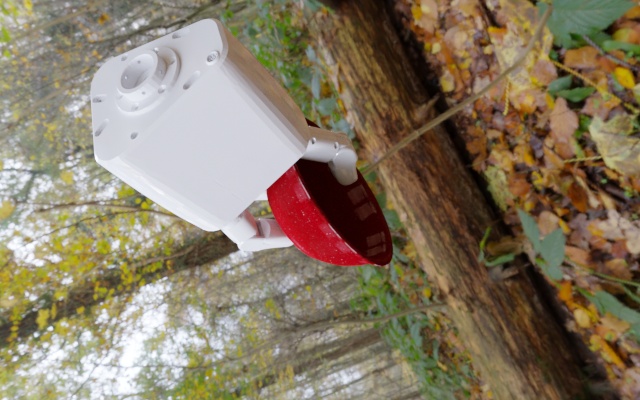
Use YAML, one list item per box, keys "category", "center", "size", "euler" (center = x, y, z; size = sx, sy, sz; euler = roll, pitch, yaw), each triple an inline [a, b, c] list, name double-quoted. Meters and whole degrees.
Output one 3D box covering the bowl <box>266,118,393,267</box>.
- category: "bowl"
  center: [0.001, 0.002, 0.446]
  size: [0.055, 0.162, 0.162]
  euler: [-34, -14, 21]
